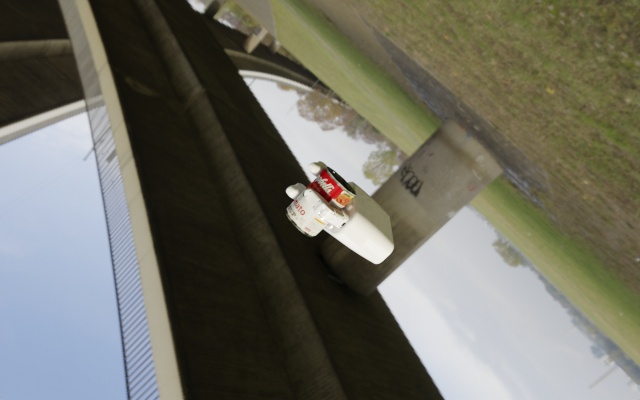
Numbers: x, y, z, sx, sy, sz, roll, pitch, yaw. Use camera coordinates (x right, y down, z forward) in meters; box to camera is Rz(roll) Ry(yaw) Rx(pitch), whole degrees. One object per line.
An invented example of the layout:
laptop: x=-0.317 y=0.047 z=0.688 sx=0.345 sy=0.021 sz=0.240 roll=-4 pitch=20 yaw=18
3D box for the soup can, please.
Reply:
soup can: x=0.000 y=0.003 z=0.793 sx=0.102 sy=0.068 sz=0.068 roll=-45 pitch=-12 yaw=12
